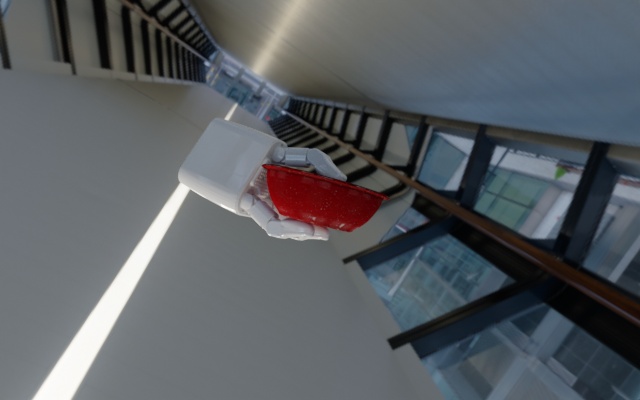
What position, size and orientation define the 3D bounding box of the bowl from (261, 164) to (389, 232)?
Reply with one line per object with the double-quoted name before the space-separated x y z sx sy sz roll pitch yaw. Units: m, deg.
"bowl" 0.001 0.003 0.588 0.162 0.055 0.162 14 -2 0
